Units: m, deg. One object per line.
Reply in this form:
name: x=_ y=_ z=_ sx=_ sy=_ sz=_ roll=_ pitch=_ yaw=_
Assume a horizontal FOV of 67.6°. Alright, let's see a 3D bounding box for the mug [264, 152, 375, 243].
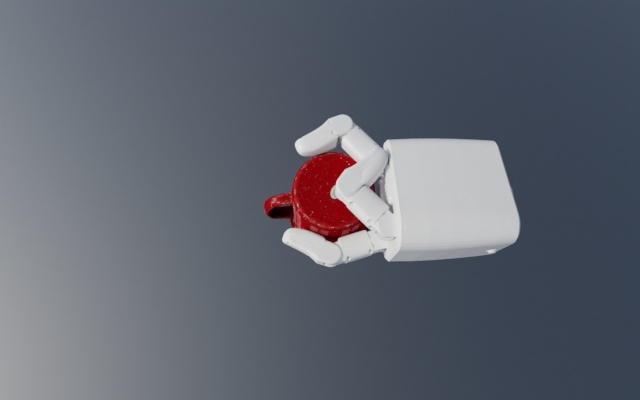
mug: x=-0.001 y=0.002 z=0.493 sx=0.117 sy=0.093 sz=0.081 roll=-3 pitch=-17 yaw=-2
